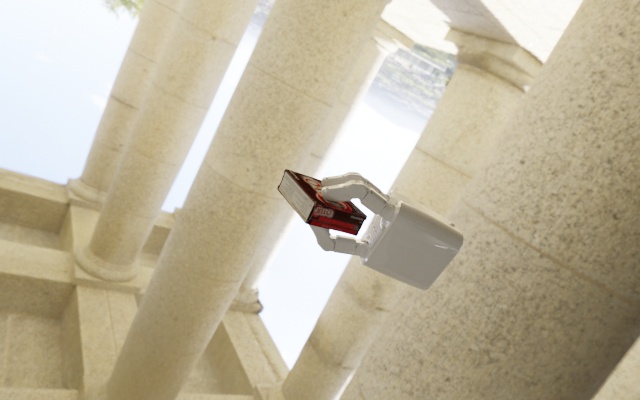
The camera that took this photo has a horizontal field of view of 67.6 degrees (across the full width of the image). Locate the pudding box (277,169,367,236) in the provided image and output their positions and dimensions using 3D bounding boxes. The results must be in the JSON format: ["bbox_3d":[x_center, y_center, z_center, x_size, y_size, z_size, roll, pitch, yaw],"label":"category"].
[{"bbox_3d":[0.000,0.002,0.678,0.090,0.039,0.113,17,16,-34],"label":"pudding box"}]
